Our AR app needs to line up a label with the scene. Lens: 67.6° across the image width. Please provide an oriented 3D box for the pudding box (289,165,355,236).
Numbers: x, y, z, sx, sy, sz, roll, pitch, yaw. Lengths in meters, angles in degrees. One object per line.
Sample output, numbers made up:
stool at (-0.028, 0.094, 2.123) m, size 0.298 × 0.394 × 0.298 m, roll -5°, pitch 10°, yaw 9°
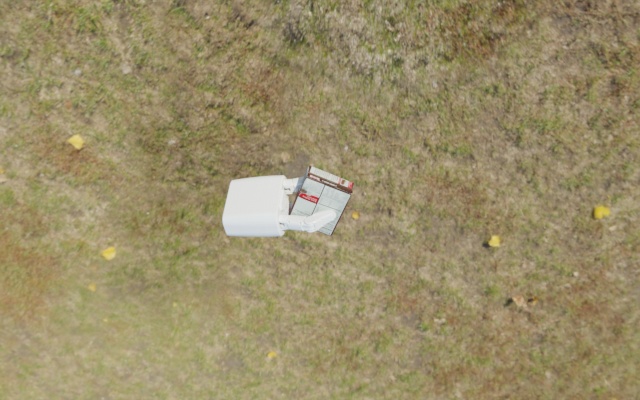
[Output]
pudding box at (0.000, 0.003, 0.867) m, size 0.090 × 0.114 × 0.039 m, roll 21°, pitch 39°, yaw -5°
